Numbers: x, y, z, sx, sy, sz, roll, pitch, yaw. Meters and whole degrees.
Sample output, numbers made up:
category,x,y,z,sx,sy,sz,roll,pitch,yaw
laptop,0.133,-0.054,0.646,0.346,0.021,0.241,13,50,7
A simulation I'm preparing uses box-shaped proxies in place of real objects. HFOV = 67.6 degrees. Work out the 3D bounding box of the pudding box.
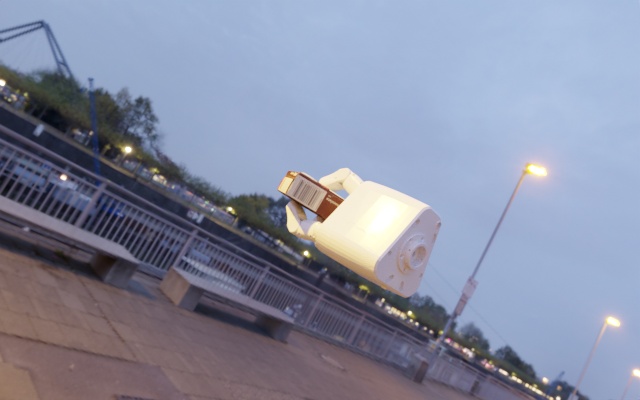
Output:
category,x,y,z,sx,sy,sz,roll,pitch,yaw
pudding box,0.000,0.002,0.663,0.113,0.039,0.090,33,-3,-13
